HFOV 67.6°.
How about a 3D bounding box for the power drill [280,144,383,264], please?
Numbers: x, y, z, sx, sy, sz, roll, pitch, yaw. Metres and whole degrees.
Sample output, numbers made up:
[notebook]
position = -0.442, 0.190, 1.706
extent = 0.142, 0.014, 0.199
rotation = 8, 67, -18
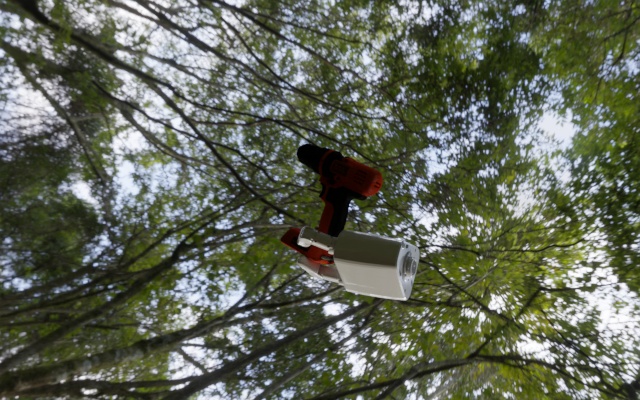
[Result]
[power drill]
position = 0.000, 0.003, 0.837
extent = 0.184, 0.187, 0.057
rotation = 27, 7, 38
